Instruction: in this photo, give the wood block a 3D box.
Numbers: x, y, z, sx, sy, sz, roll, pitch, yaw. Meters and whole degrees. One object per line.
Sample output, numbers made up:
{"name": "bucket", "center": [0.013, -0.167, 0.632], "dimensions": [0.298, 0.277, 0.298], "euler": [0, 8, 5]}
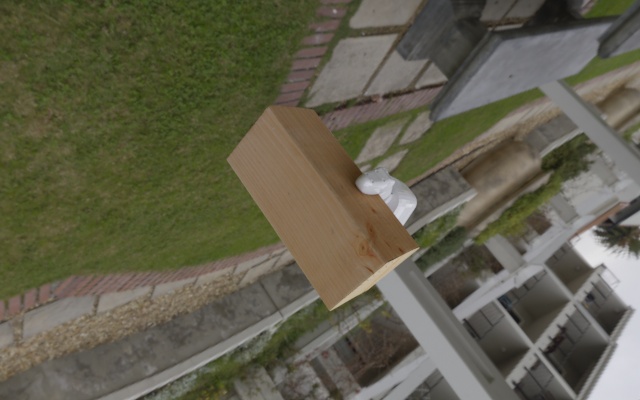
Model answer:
{"name": "wood block", "center": [0.001, 0.002, 0.530], "dimensions": [0.091, 0.206, 0.090], "euler": [-45, -18, 28]}
